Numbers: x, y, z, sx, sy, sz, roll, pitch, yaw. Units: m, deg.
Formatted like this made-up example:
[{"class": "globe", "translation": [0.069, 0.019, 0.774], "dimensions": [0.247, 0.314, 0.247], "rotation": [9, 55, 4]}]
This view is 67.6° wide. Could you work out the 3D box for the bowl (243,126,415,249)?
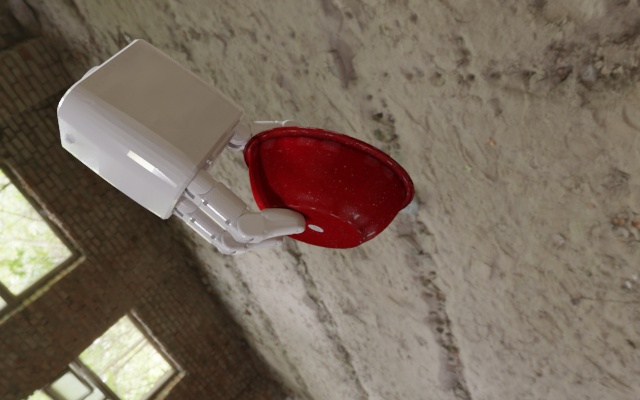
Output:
[{"class": "bowl", "translation": [0.001, 0.002, 0.433], "dimensions": [0.162, 0.055, 0.162], "rotation": [13, -23, 6]}]
